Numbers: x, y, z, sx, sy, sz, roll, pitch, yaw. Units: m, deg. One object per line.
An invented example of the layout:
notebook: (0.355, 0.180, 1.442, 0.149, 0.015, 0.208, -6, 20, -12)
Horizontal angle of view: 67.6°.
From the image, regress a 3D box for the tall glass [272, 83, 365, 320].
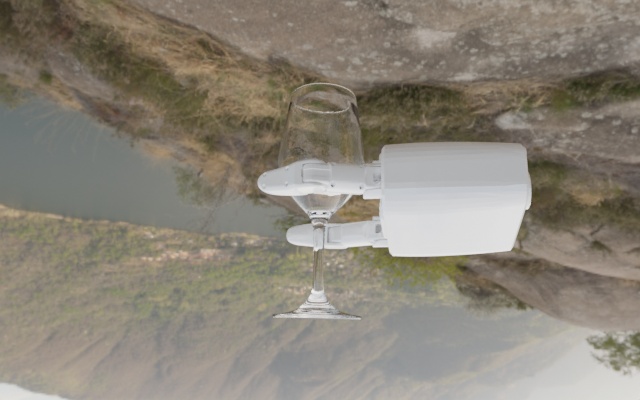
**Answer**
tall glass: (0.000, 0.002, 0.421, 0.079, 0.201, 0.079, 1, -15, 0)
